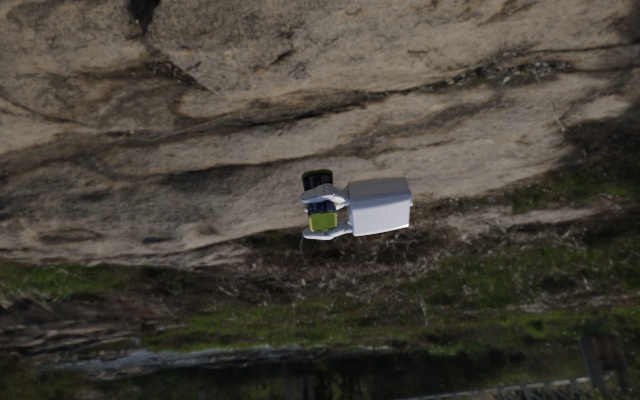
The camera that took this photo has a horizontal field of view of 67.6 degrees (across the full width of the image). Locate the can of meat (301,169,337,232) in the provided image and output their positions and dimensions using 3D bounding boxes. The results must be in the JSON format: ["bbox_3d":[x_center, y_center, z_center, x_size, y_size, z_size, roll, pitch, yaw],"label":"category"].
[{"bbox_3d":[0.000,0.003,0.877,0.057,0.084,0.102,-7,-23,-1],"label":"can of meat"}]
